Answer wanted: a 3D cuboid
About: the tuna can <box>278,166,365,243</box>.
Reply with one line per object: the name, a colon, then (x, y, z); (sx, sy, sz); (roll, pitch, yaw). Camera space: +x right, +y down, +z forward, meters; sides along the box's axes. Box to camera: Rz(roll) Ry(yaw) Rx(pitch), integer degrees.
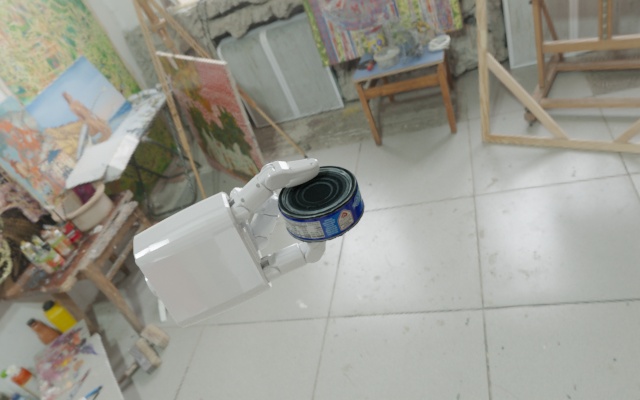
tuna can: (0.000, 0.001, 0.490); (0.086, 0.034, 0.086); (-12, 37, 9)
